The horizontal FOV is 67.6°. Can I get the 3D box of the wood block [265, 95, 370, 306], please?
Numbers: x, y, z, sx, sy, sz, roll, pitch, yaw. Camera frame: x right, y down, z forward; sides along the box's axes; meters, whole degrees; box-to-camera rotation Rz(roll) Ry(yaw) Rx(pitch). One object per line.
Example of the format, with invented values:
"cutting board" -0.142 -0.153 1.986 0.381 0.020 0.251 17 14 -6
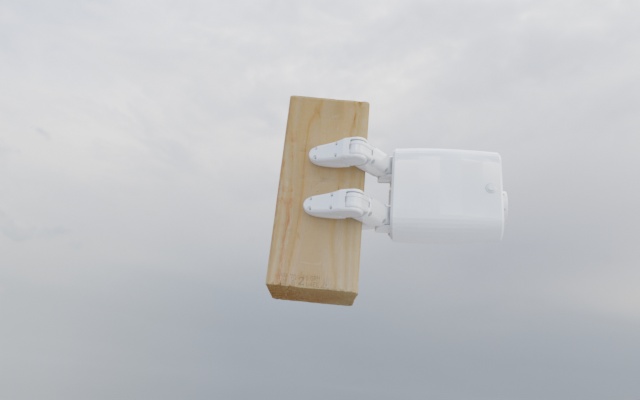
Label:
"wood block" 0.000 0.002 0.520 0.090 0.206 0.091 5 -21 2
